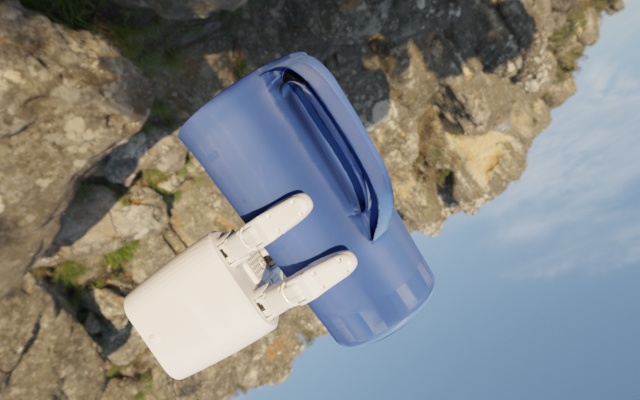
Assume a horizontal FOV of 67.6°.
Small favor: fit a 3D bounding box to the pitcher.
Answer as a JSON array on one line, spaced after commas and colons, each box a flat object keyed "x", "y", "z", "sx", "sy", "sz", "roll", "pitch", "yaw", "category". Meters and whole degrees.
[{"x": 0.000, "y": 0.001, "z": 0.418, "sx": 0.145, "sy": 0.243, "sz": 0.149, "roll": -33, "pitch": 4, "yaw": 13, "category": "pitcher"}]
